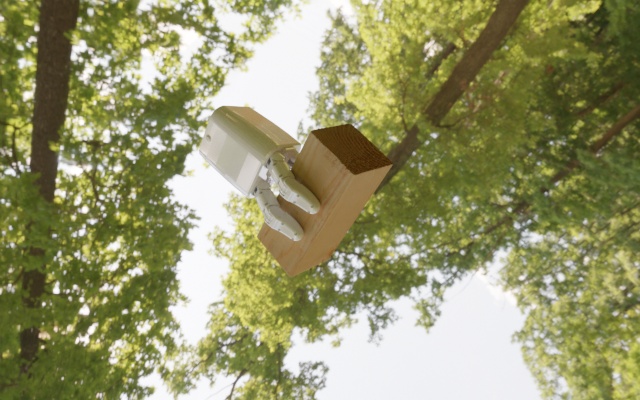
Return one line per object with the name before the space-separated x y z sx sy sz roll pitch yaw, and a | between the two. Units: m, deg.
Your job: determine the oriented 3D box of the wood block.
wood block | 0.000 0.002 0.684 0.091 0.206 0.090 -20 59 -46
